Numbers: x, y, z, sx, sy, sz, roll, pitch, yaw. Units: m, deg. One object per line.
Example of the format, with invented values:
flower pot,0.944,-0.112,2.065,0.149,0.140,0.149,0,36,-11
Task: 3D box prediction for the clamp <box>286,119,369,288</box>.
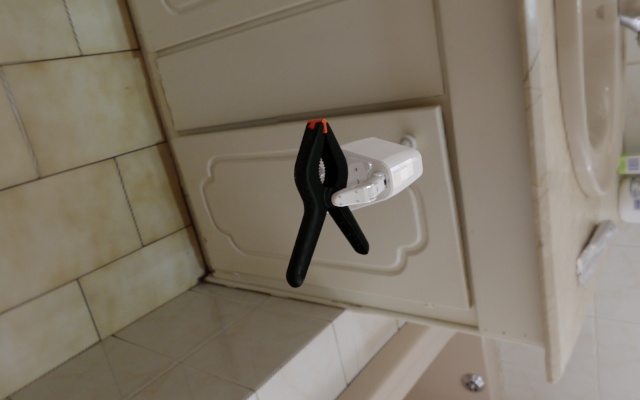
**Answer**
clamp,0.001,0.001,0.624,0.036,0.210,0.164,1,18,39
